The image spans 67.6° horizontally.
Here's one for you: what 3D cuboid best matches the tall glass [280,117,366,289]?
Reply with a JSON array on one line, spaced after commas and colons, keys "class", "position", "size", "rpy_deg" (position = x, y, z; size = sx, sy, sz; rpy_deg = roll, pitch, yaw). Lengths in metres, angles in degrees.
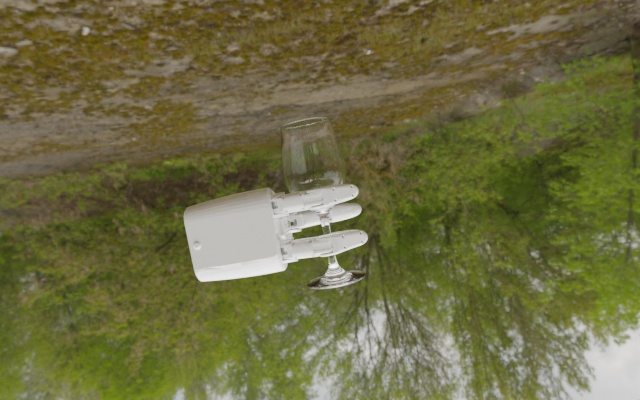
[{"class": "tall glass", "position": [0.000, 0.003, 0.590], "size": [0.079, 0.201, 0.079], "rpy_deg": [-11, 2, 0]}]
